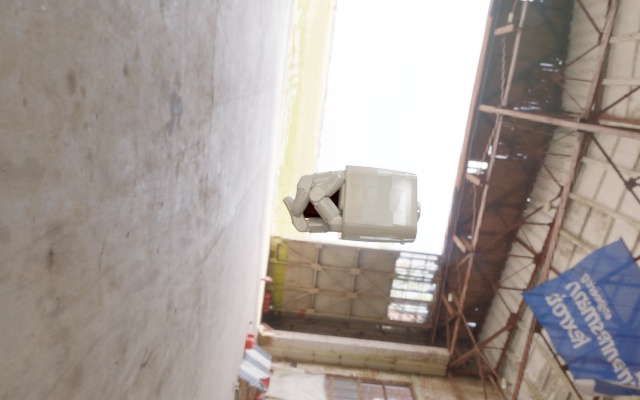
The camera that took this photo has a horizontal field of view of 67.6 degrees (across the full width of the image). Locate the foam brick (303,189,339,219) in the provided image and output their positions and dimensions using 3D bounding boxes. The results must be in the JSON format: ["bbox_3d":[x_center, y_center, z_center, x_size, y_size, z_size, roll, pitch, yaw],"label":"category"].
[{"bbox_3d":[0.000,0.002,0.747,0.051,0.053,0.078,4,-5,-2],"label":"foam brick"}]
